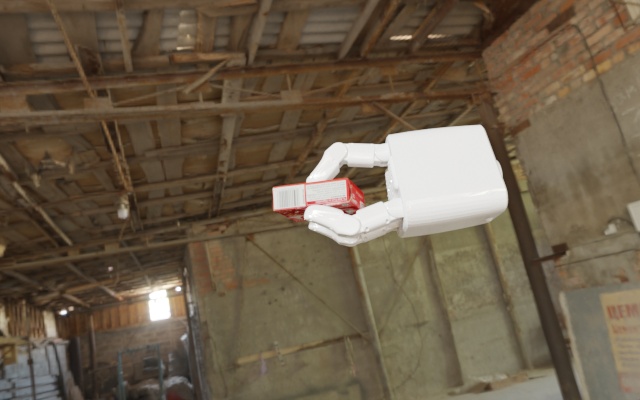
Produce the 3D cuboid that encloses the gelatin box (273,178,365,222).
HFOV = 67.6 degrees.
[{"bbox_3d":[0.000,0.001,0.539,0.089,0.030,0.073,-6,-14,16],"label":"gelatin box"}]
